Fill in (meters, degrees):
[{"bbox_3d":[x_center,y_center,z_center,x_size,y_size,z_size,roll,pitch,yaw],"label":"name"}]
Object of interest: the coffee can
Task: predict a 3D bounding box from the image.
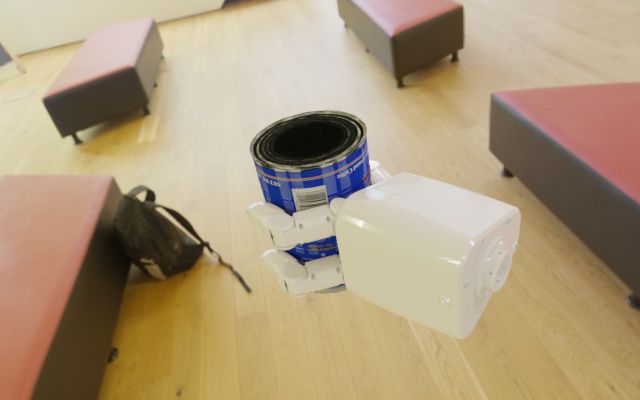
[{"bbox_3d":[0.000,0.002,0.449,0.103,0.140,0.102,-8,35,5],"label":"coffee can"}]
